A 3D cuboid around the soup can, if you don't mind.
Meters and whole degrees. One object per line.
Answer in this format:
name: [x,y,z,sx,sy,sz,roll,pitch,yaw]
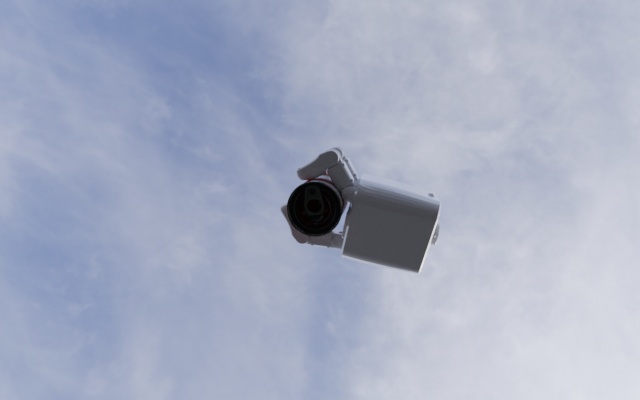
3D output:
soup can: [0.000,0.002,0.624,0.068,0.068,0.102,0,10,9]
